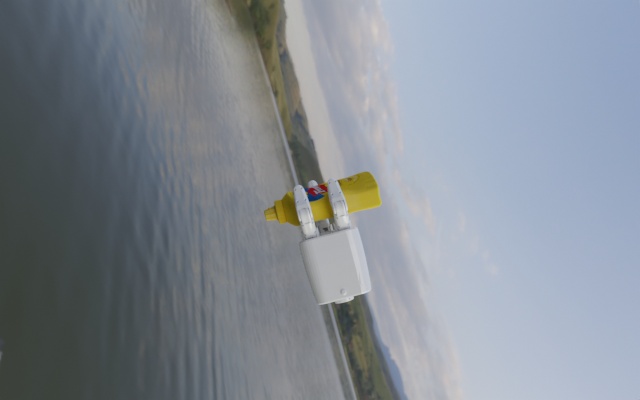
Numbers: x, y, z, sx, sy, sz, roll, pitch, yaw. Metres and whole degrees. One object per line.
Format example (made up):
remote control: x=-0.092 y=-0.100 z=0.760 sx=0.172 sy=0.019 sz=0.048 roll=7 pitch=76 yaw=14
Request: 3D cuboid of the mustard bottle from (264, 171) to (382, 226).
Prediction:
mustard bottle: x=0.000 y=0.002 z=0.804 sx=0.191 sy=0.058 sz=0.096 roll=-15 pitch=20 yaw=-2
